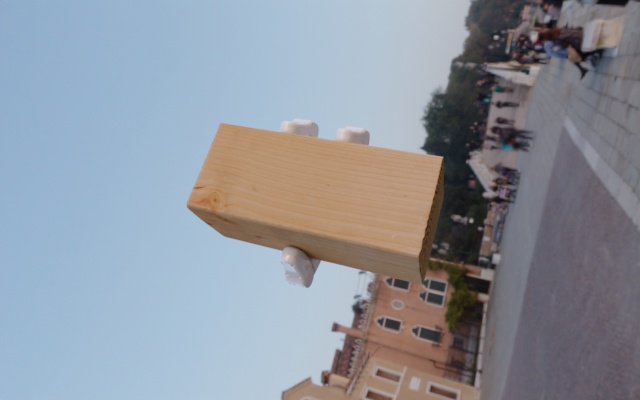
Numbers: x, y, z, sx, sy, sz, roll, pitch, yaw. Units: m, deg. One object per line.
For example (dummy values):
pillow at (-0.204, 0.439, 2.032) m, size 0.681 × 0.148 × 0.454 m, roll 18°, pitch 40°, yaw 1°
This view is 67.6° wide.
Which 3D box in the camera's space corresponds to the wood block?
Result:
wood block at (0.000, 0.002, 0.438) m, size 0.206 × 0.090 × 0.090 m, roll 11°, pitch -20°, yaw 18°
